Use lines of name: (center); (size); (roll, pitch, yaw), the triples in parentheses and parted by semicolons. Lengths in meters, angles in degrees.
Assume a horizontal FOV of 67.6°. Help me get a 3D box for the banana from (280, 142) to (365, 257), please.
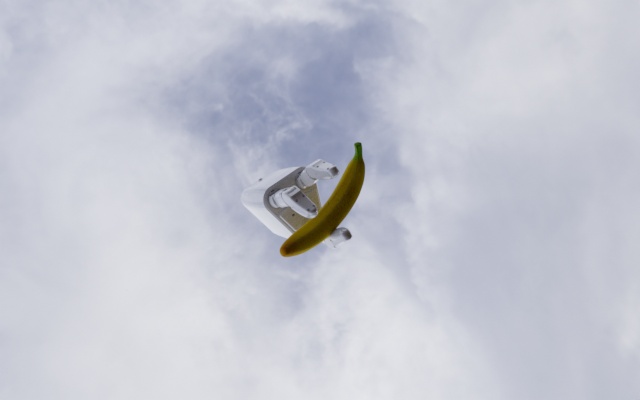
banana: (0.012, 0.010, 0.698); (0.037, 0.197, 0.070); (20, -19, 49)
